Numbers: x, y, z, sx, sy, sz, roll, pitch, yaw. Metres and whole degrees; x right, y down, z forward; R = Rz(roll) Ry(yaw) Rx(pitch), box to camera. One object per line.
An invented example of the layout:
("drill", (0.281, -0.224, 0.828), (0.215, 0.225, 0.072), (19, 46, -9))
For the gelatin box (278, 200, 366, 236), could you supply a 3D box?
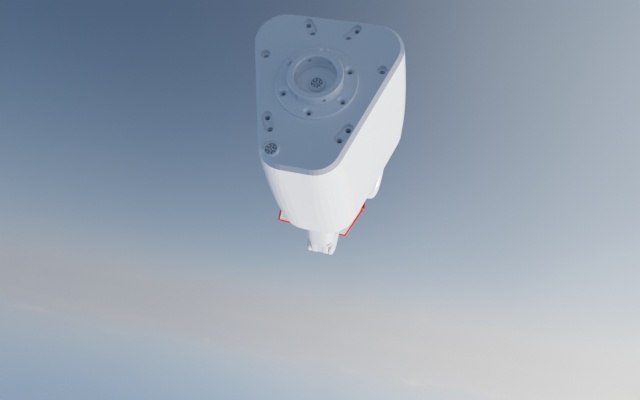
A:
("gelatin box", (0.000, 0.002, 0.457), (0.073, 0.030, 0.089), (13, -22, -4))
